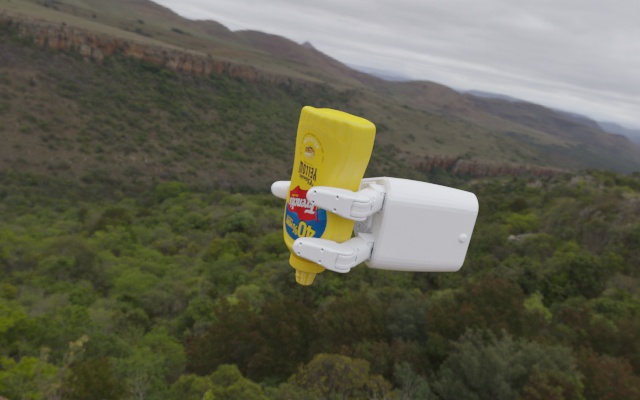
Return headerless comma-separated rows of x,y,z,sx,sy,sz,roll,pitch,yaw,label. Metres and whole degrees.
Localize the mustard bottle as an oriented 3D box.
0.000,0.001,0.513,0.058,0.192,0.096,-1,20,-37,mustard bottle
